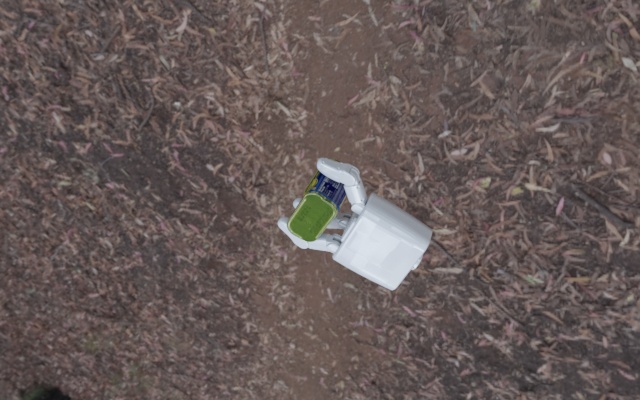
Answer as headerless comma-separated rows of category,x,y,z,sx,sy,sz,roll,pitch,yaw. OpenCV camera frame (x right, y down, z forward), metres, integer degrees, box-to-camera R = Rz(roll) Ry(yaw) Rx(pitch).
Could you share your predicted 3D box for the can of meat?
can of meat,0.000,0.002,0.703,0.057,0.084,0.102,32,-46,-3
